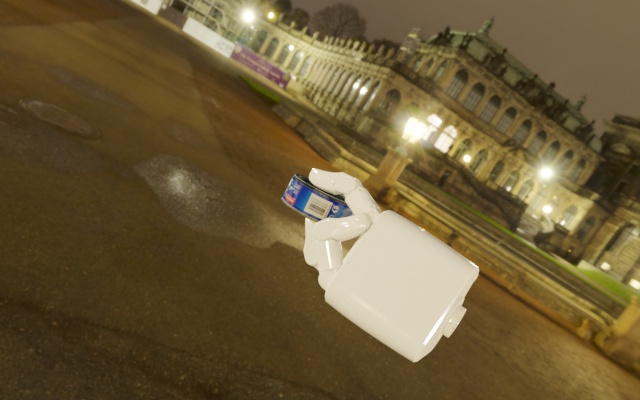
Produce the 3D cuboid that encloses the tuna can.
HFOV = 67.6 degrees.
[{"bbox_3d":[0.000,0.001,0.556,0.086,0.034,0.086,25,8,-4],"label":"tuna can"}]
